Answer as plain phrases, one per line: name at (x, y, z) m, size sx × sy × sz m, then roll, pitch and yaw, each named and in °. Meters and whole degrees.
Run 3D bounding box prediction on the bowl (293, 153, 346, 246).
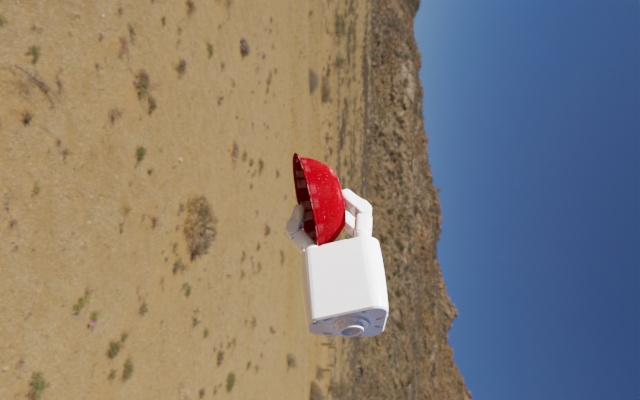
bowl at (0.000, 0.001, 0.733) m, size 0.055 × 0.162 × 0.162 m, roll -12°, pitch 2°, yaw -9°
